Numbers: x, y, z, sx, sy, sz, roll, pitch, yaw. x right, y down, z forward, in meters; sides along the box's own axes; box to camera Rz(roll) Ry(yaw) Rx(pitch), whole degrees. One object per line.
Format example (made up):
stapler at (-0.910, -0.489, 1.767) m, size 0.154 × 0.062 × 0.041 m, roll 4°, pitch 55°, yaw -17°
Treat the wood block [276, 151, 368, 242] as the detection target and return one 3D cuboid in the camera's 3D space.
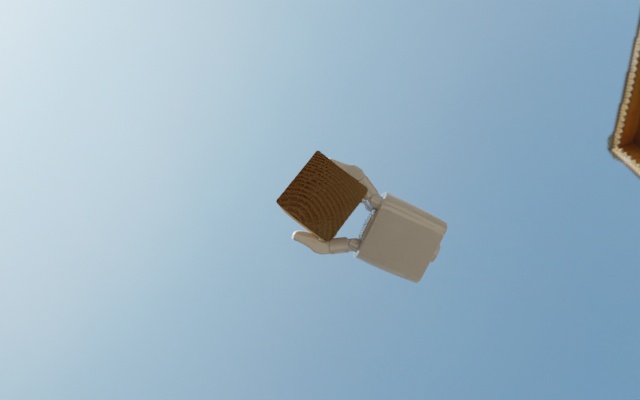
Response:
wood block at (0.000, 0.003, 0.721) m, size 0.090 × 0.091 × 0.206 m, roll 38°, pitch -5°, yaw 2°
